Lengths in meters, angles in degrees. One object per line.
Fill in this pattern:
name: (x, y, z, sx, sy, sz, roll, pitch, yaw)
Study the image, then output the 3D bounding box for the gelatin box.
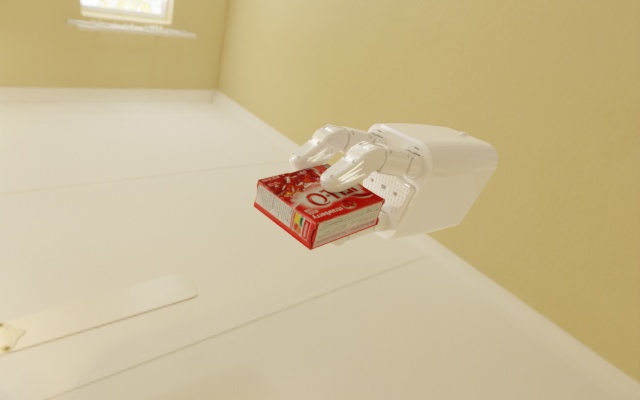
gelatin box: (0.000, 0.002, 0.410, 0.089, 0.030, 0.073, -17, 41, -43)
